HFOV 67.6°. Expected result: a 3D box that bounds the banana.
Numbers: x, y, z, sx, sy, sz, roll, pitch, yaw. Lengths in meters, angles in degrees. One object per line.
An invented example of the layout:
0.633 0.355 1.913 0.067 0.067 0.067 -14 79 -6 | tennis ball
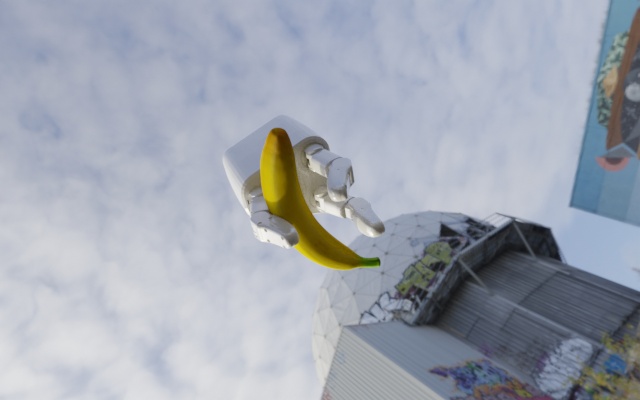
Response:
-0.014 0.014 0.488 0.069 0.198 0.037 -32 32 10 | banana
